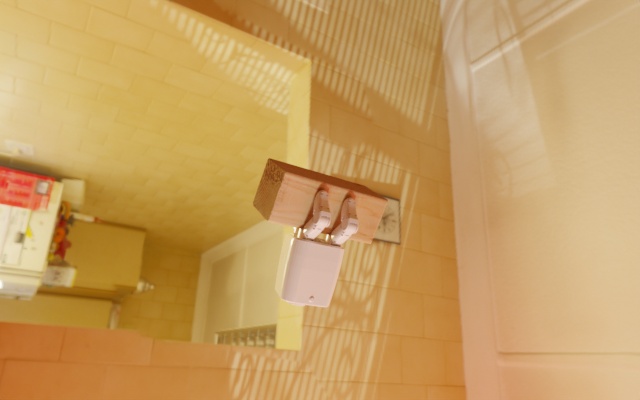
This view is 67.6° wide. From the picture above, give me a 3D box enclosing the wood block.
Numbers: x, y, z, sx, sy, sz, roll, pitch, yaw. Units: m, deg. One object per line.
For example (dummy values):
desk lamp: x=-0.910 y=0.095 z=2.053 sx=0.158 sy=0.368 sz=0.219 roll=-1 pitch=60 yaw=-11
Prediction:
wood block: x=0.000 y=0.003 z=0.838 sx=0.206 sy=0.090 sz=0.090 roll=15 pitch=11 yaw=-29
